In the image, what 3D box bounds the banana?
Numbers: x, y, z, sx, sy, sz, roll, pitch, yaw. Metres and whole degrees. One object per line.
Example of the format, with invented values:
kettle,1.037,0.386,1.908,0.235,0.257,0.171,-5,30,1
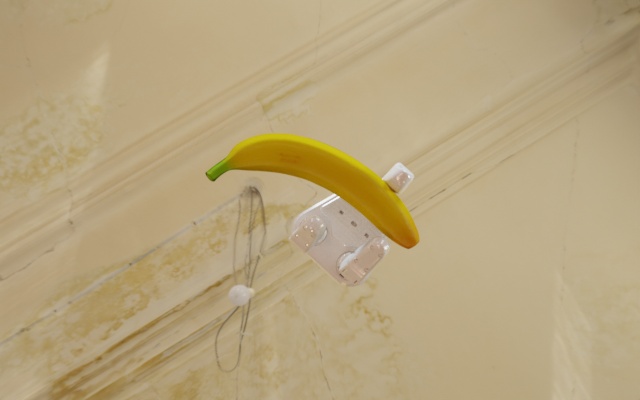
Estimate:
banana,0.003,-0.017,0.433,0.198,0.069,0.037,19,-10,-3
